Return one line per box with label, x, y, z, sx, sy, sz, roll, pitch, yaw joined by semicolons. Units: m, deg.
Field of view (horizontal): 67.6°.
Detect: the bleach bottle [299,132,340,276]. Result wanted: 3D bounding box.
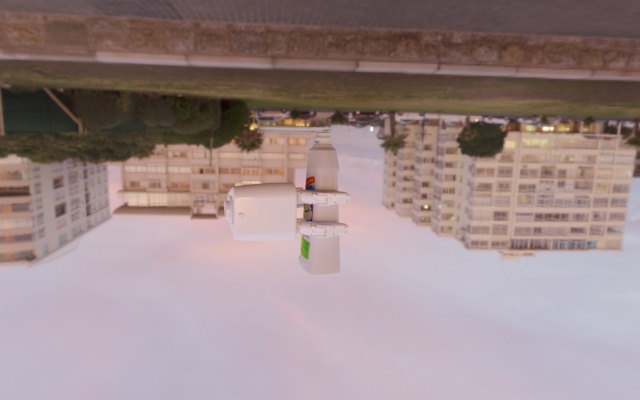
bleach bottle;0.000;0.003;0.865;0.068;0.251;0.102;-2;11;-16
